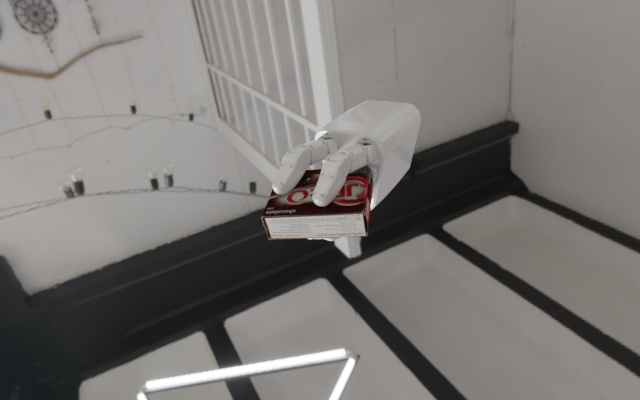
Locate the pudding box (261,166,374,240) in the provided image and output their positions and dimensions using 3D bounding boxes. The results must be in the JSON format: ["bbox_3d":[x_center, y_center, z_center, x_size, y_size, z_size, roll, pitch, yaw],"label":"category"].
[{"bbox_3d":[0.000,0.002,0.534,0.113,0.039,0.090,-5,34,13],"label":"pudding box"}]
